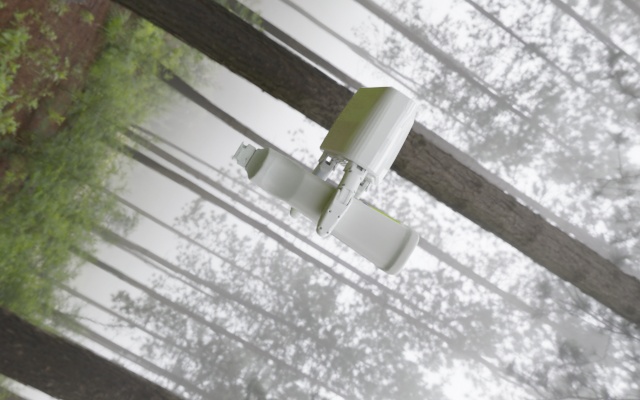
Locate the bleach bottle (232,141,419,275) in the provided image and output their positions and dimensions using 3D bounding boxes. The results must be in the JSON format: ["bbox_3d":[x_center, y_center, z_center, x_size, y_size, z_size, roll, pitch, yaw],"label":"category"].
[{"bbox_3d":[0.000,0.002,0.621,0.251,0.068,0.102,32,-2,-8],"label":"bleach bottle"}]
